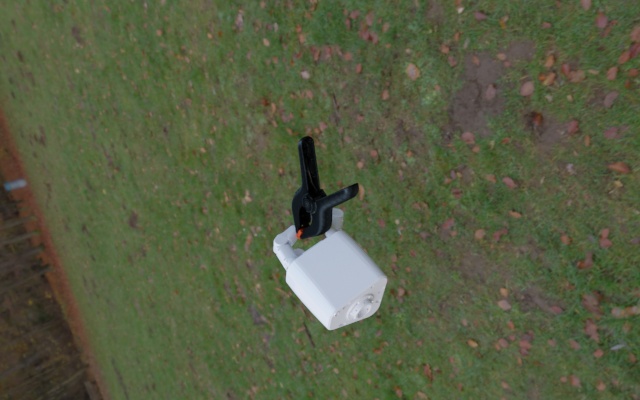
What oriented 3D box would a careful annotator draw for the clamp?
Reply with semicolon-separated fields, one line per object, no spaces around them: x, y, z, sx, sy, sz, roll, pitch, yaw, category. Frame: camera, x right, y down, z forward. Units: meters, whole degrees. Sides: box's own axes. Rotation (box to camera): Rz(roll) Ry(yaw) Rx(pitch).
0.000;0.003;0.710;0.039;0.172;0.120;-20;47;-30;clamp
